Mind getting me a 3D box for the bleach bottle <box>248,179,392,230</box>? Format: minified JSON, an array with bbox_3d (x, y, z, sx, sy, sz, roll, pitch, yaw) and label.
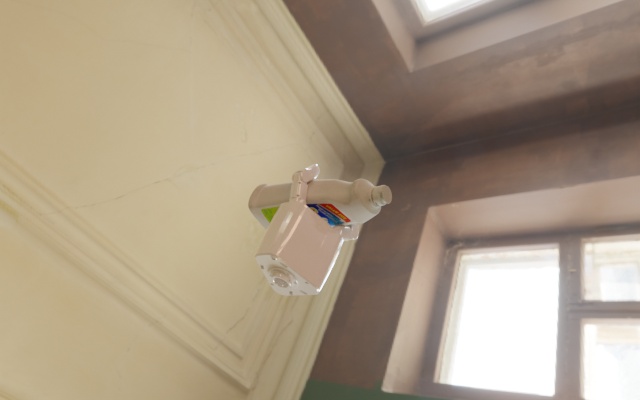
[{"bbox_3d":[0.000,0.003,0.804,0.251,0.068,0.103,-10,-50,38],"label":"bleach bottle"}]
